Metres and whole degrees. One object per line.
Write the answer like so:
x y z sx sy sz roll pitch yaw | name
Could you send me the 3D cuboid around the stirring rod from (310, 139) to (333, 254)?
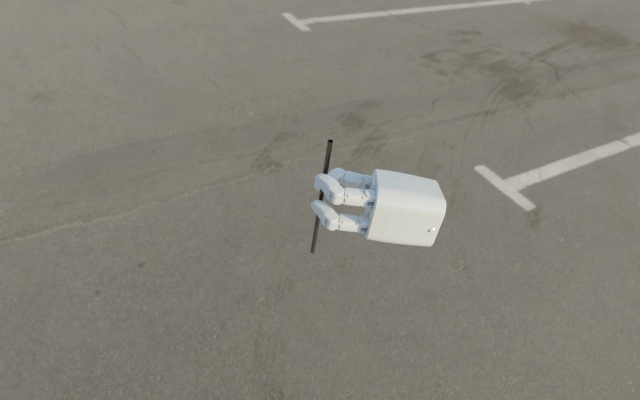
0.000 0.003 0.776 0.011 0.240 0.011 5 41 -5 | stirring rod
